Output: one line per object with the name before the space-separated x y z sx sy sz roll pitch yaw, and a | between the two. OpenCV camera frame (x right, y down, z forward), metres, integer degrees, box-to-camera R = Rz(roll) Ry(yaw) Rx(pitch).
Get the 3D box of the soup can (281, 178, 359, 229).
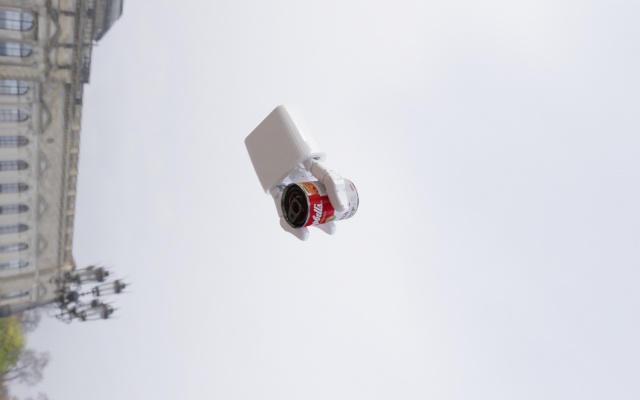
soup can | 0.001 0.003 0.728 0.102 0.068 0.068 -8 5 -39
